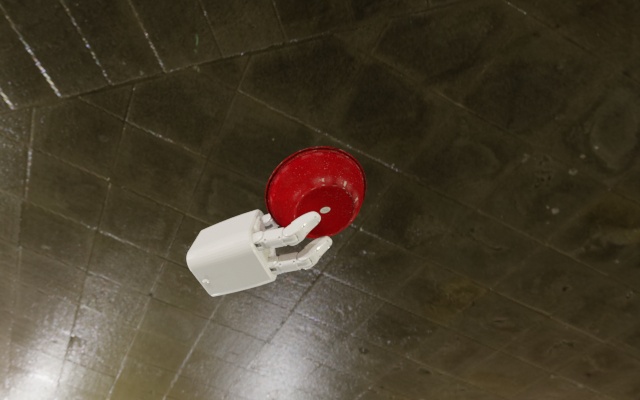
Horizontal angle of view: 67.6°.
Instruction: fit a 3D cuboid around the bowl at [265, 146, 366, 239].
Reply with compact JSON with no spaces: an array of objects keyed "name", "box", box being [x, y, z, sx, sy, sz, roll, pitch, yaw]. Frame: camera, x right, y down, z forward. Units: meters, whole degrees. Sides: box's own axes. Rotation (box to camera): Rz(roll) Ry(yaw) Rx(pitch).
[{"name":"bowl","box":[0.001,0.002,0.720,0.162,0.162,0.055,0,32,-16]}]
